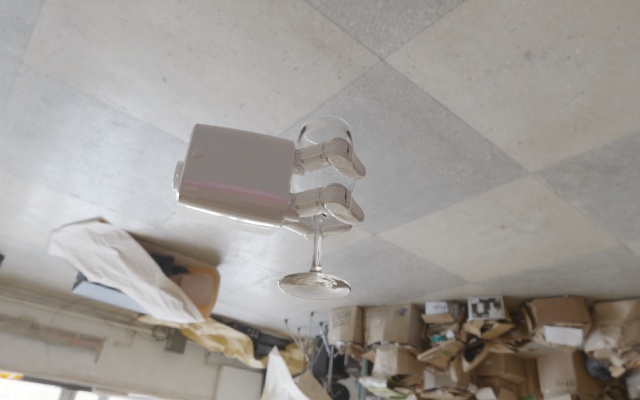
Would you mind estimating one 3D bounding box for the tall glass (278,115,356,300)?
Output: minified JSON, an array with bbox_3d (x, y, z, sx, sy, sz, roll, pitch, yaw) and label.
[{"bbox_3d":[0.000,0.002,0.529,0.079,0.201,0.079,4,-30,2],"label":"tall glass"}]
